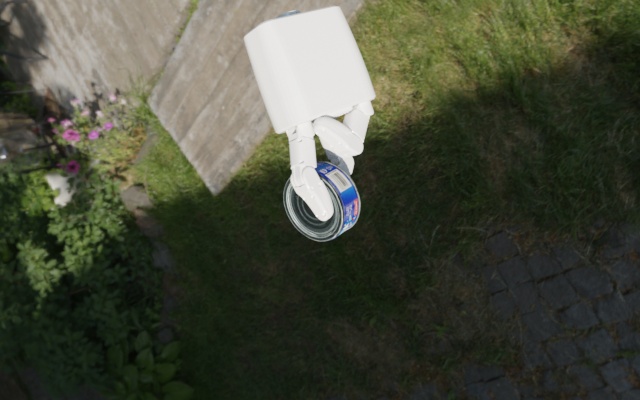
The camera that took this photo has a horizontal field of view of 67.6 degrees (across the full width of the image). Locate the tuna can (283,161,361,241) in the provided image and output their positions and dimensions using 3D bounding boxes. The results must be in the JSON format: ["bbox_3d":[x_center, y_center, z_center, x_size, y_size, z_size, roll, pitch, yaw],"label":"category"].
[{"bbox_3d":[0.000,0.002,0.533,0.086,0.086,0.033,0,21,40],"label":"tuna can"}]
